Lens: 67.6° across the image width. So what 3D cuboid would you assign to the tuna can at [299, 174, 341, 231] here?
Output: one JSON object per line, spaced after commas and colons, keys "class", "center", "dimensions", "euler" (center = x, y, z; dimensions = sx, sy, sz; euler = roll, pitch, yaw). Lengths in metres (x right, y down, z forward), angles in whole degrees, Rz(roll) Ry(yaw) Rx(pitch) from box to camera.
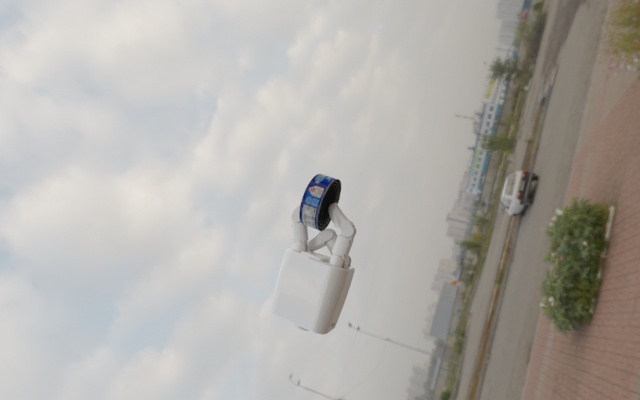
{"class": "tuna can", "center": [0.000, 0.002, 0.745], "dimensions": [0.034, 0.086, 0.086], "euler": [20, 6, 18]}
